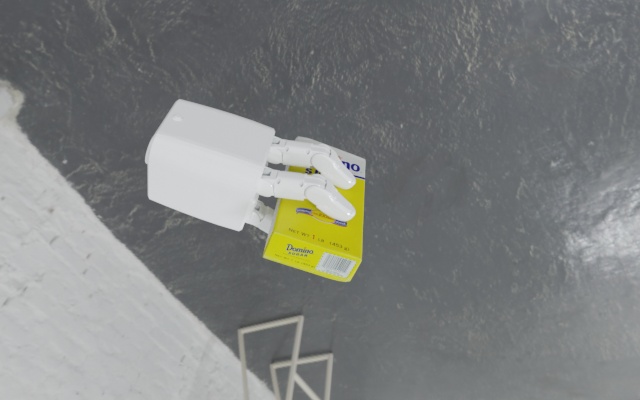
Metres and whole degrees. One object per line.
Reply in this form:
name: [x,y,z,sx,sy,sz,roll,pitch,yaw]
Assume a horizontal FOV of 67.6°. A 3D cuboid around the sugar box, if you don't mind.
sugar box: [0.000,0.001,0.529,0.093,0.048,0.176,19,41,-9]
